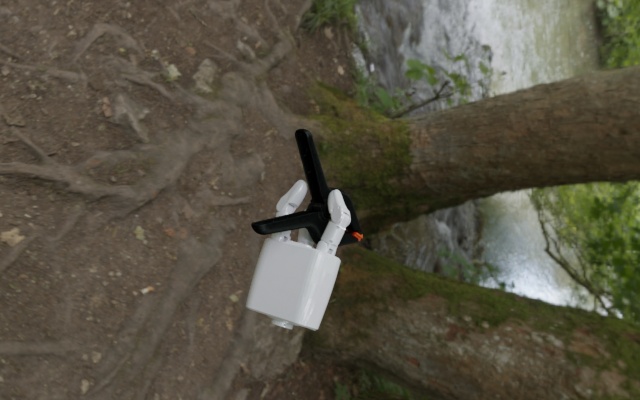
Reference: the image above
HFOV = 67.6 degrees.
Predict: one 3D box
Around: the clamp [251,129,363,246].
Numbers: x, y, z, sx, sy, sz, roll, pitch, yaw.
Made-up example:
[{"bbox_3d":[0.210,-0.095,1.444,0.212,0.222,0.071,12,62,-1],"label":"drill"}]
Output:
[{"bbox_3d":[0.001,0.003,0.722,0.036,0.164,0.210,8,-16,44],"label":"clamp"}]
